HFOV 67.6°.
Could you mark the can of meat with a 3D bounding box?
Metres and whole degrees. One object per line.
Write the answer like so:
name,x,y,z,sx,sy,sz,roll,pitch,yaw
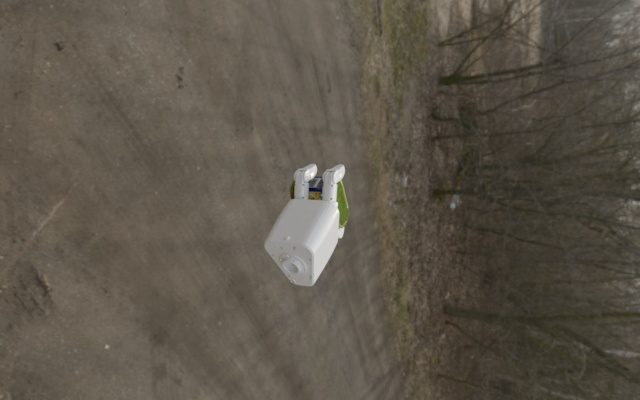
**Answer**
can of meat,0.000,0.003,0.885,0.084,0.102,0.057,3,38,27
